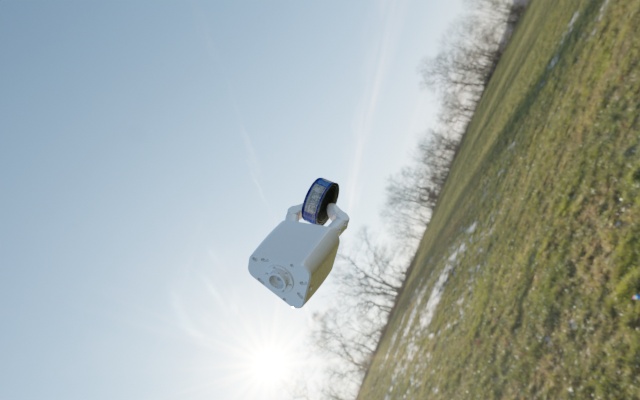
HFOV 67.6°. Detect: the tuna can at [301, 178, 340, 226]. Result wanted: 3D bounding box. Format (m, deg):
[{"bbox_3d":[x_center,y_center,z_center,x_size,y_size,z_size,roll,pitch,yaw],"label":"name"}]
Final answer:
[{"bbox_3d":[0.000,0.003,0.856,0.033,0.086,0.086,22,7,18],"label":"tuna can"}]
